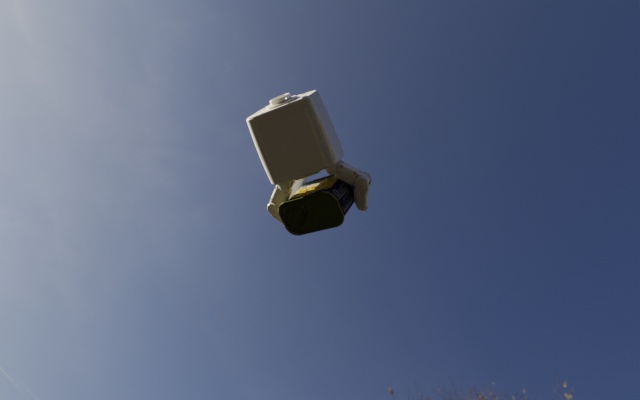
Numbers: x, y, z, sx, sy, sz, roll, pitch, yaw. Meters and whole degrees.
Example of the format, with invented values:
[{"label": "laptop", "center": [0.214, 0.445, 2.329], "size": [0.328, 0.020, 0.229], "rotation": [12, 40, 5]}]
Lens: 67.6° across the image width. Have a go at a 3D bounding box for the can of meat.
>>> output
[{"label": "can of meat", "center": [0.000, 0.002, 0.725], "size": [0.102, 0.057, 0.084], "rotation": [-15, 19, 30]}]
